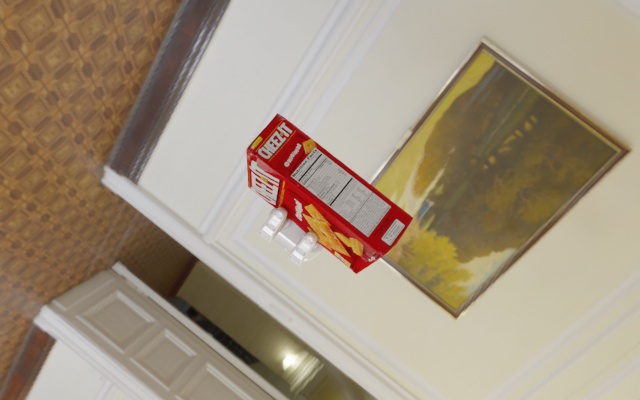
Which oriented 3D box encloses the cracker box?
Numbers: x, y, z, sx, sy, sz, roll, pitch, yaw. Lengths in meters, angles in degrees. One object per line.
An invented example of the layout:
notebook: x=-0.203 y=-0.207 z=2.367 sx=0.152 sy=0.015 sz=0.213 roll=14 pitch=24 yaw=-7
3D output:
cracker box: x=0.000 y=0.002 z=0.647 sx=0.213 sy=0.072 sz=0.164 roll=38 pitch=-17 yaw=3
